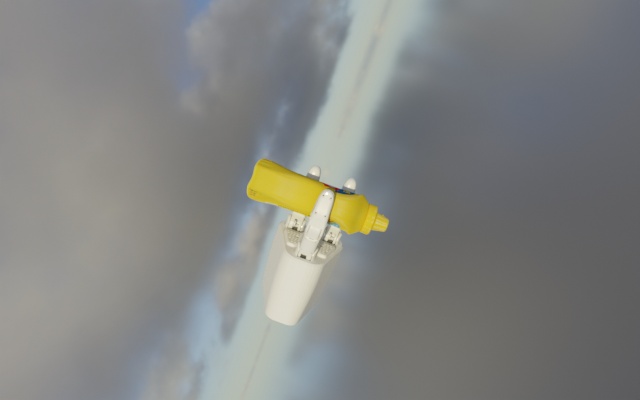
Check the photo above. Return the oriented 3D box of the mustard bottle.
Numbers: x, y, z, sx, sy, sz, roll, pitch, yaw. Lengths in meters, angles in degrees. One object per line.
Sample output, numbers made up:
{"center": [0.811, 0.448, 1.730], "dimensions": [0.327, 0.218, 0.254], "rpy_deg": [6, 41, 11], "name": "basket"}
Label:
{"center": [0.000, 0.002, 0.647], "dimensions": [0.191, 0.058, 0.096], "rpy_deg": [20, -3, -1], "name": "mustard bottle"}
